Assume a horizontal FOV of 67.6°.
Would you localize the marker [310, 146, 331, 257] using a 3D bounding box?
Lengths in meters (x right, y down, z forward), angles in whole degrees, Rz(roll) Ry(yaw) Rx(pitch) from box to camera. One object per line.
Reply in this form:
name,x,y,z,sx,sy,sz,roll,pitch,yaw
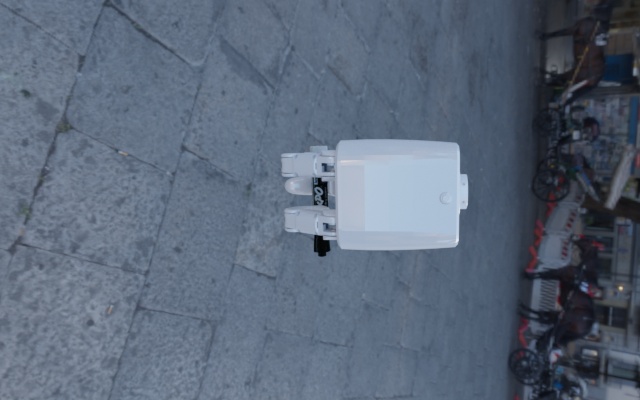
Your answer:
marker,0.000,0.002,0.519,0.020,0.121,0.020,-2,9,0
